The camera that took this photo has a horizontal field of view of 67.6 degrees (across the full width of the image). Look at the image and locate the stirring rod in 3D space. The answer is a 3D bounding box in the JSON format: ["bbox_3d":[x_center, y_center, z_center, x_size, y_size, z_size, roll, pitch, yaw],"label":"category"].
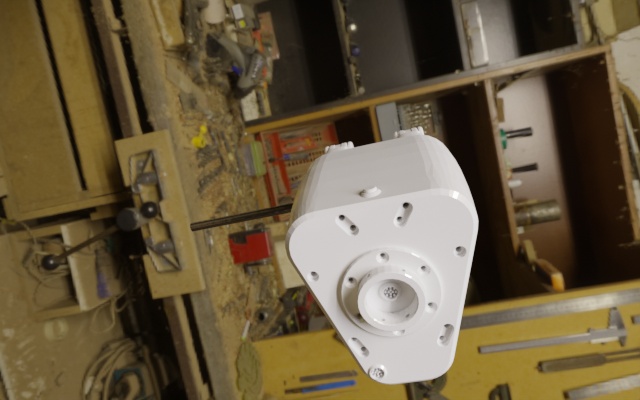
[{"bbox_3d":[0.000,0.001,0.412,0.239,0.011,0.011,-11,-2,10],"label":"stirring rod"}]
